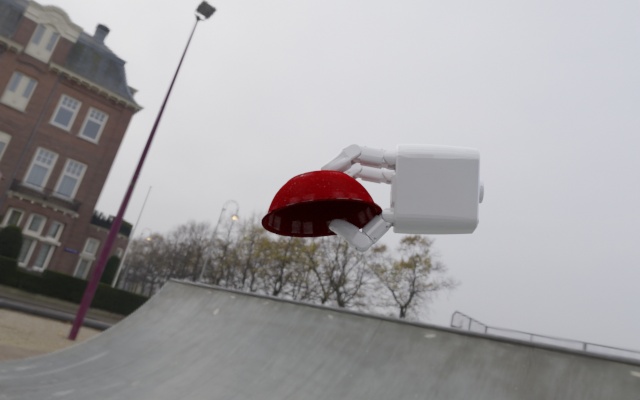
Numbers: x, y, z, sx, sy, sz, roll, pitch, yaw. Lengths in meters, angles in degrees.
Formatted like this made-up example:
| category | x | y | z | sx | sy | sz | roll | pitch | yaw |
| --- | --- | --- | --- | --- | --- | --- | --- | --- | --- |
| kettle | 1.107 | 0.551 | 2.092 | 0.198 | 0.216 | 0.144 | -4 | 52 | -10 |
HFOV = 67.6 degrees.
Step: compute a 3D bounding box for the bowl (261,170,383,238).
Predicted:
| category | x | y | z | sx | sy | sz | roll | pitch | yaw |
| --- | --- | --- | --- | --- | --- | --- | --- | --- | --- |
| bowl | -0.001 | 0.002 | 0.641 | 0.162 | 0.055 | 0.162 | -5 | -20 | -2 |
